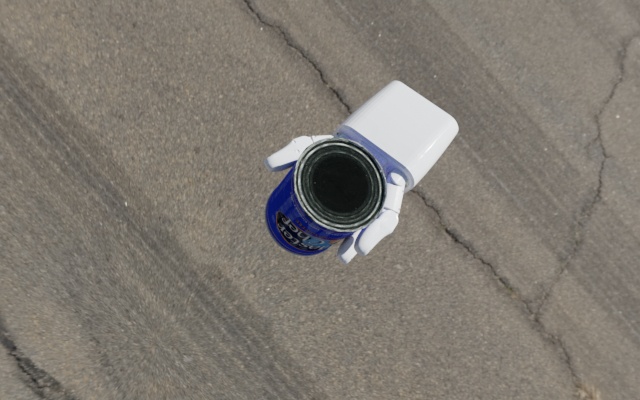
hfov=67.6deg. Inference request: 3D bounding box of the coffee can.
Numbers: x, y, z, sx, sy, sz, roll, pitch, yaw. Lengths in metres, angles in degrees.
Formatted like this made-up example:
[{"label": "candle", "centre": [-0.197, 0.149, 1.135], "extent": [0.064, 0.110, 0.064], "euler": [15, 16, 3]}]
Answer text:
[{"label": "coffee can", "centre": [0.000, 0.002, 0.549], "extent": [0.103, 0.102, 0.140], "euler": [0, -16, -19]}]
